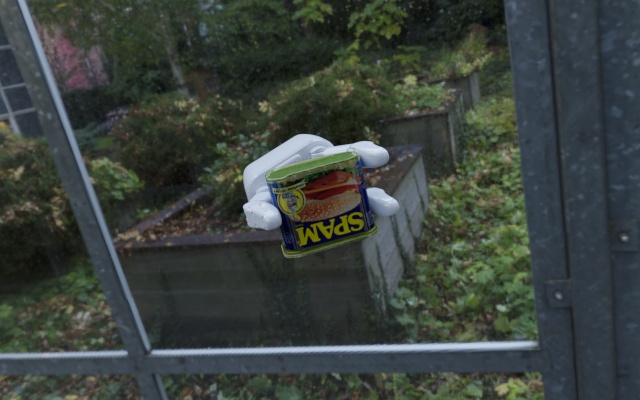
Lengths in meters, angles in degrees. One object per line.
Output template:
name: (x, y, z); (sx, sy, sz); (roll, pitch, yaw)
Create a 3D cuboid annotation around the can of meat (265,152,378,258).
can of meat: (0.000, 0.001, 0.491); (0.102, 0.084, 0.057); (-15, 15, -6)
